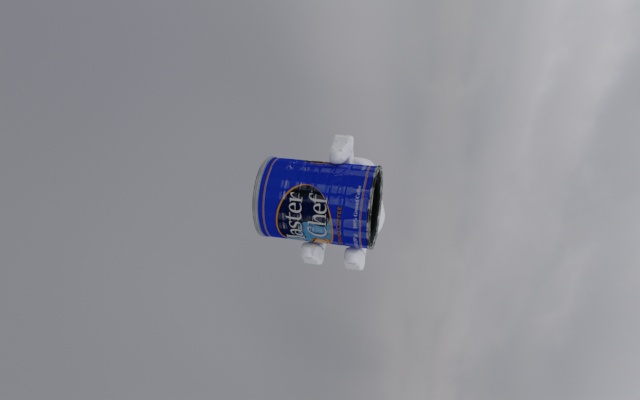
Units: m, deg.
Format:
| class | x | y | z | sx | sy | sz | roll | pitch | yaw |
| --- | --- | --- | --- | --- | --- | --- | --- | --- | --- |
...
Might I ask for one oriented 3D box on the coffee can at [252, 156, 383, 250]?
| class | x | y | z | sx | sy | sz | roll | pitch | yaw |
| --- | --- | --- | --- | --- | --- | --- | --- | --- | --- |
| coffee can | 0.000 | 0.002 | 0.590 | 0.140 | 0.103 | 0.103 | 6 | 1 | 13 |
